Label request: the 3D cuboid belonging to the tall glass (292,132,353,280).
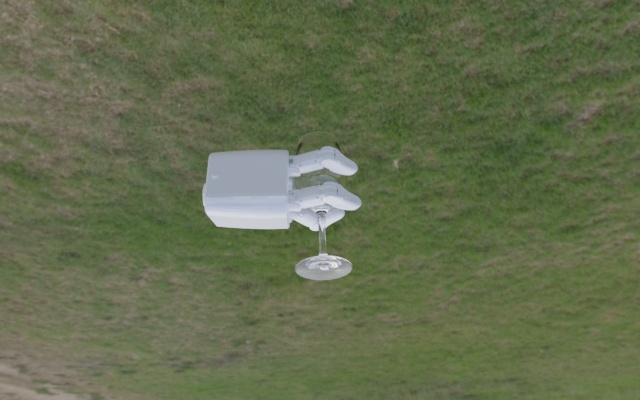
[{"bbox_3d":[0.000,0.003,0.658,0.079,0.201,0.079,-1,-31,-1],"label":"tall glass"}]
